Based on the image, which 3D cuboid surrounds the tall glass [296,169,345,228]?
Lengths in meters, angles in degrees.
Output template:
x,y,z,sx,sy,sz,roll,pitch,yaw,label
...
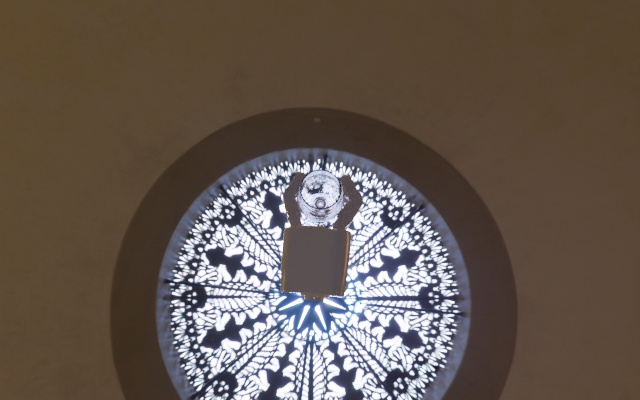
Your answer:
x,y,z,sx,sy,sz,roll,pitch,yaw,label
0.000,0.003,0.808,0.079,0.079,0.201,0,-12,0,tall glass
